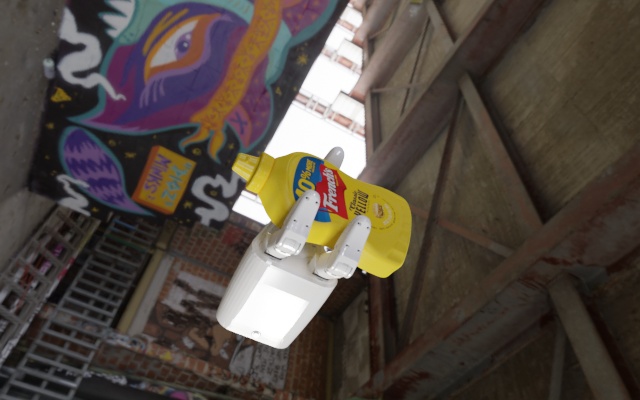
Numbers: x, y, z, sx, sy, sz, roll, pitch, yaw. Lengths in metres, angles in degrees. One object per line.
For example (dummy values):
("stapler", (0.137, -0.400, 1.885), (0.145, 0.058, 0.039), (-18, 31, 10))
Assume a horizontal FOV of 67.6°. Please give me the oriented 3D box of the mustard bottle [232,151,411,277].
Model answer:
("mustard bottle", (0.000, 0.001, 0.490), (0.191, 0.096, 0.058), (25, -40, -15))
